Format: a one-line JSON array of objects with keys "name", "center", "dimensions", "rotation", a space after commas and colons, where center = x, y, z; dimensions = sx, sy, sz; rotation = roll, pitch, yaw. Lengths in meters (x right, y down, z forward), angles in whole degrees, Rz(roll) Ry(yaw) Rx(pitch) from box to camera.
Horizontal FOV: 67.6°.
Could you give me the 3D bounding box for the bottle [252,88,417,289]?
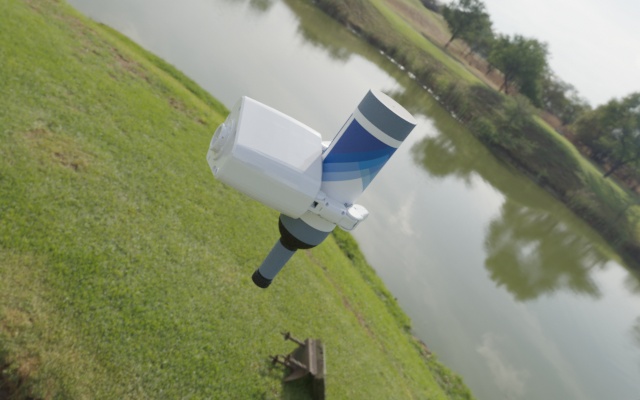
[{"name": "bottle", "center": [0.000, 0.002, 0.592], "dimensions": [0.069, 0.296, 0.069], "rotation": [31, 24, -15]}]
